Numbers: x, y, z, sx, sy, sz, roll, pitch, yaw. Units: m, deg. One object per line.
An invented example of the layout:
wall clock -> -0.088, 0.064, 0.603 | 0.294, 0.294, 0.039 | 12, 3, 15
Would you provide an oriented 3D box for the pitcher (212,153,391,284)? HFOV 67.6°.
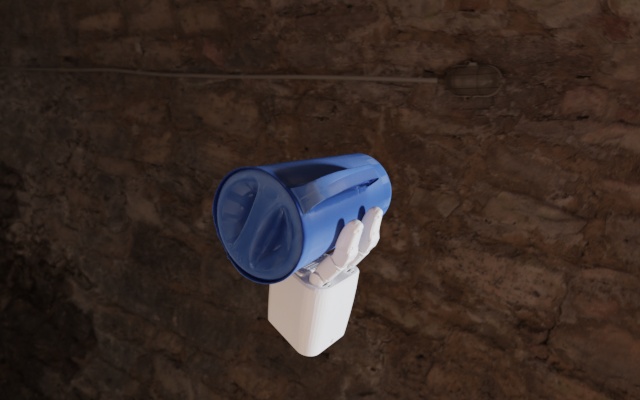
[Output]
pitcher -> 0.000, 0.002, 0.608 | 0.149, 0.145, 0.243 | 22, 24, 29
